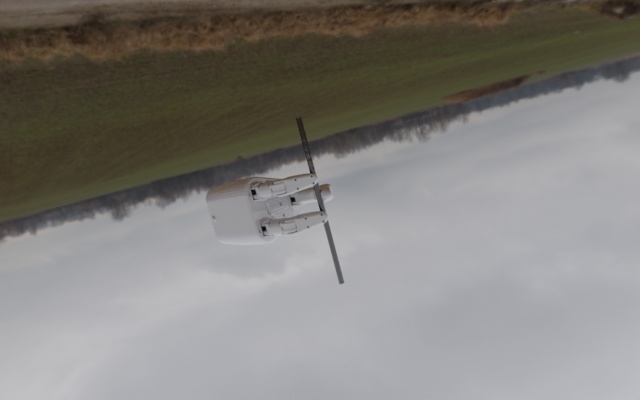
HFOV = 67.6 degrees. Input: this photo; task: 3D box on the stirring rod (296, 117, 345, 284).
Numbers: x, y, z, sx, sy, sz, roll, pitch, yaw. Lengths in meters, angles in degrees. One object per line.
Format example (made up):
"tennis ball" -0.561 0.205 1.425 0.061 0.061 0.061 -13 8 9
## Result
"stirring rod" 0.000 0.002 0.665 0.011 0.239 0.011 -14 7 2
